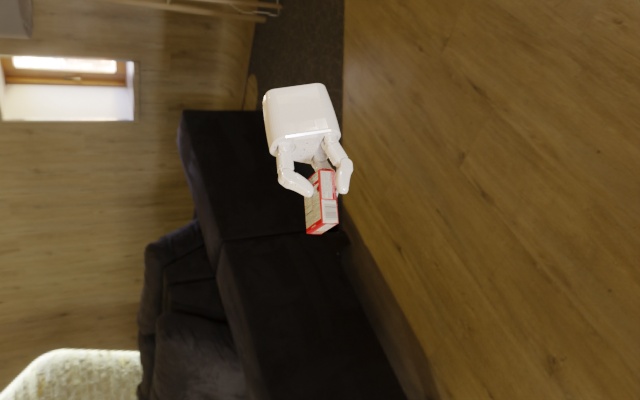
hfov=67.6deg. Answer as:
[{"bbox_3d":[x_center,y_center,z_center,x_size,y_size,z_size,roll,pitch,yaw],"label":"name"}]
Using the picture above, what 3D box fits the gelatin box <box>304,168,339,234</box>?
[{"bbox_3d":[0.000,0.003,0.754,0.030,0.089,0.073,3,-17,-21],"label":"gelatin box"}]
